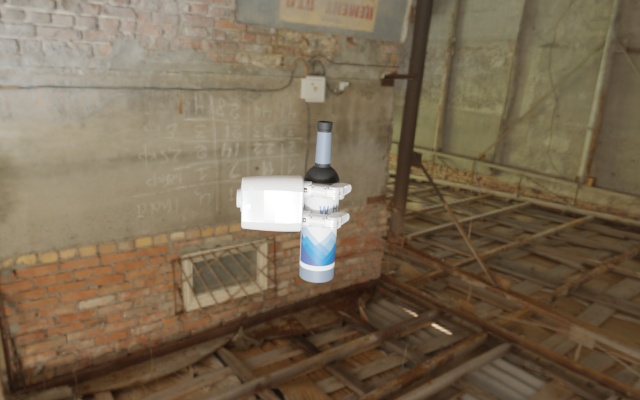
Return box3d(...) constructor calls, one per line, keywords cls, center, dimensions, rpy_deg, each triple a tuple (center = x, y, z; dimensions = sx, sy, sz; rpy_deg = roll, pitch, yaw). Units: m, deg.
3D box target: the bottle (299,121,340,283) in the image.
box3d(cls="bottle", center=(0.000, 0.003, 0.878), dimensions=(0.069, 0.296, 0.069), rpy_deg=(3, 16, -1))
